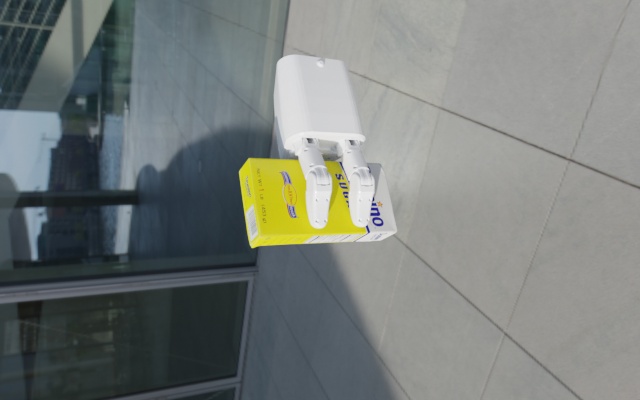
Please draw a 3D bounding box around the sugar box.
[{"bbox_3d":[0.000,0.001,0.555,0.176,0.093,0.048,-2,-19,-26],"label":"sugar box"}]
